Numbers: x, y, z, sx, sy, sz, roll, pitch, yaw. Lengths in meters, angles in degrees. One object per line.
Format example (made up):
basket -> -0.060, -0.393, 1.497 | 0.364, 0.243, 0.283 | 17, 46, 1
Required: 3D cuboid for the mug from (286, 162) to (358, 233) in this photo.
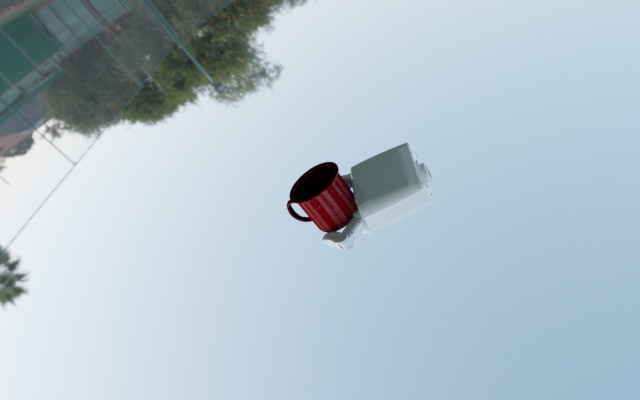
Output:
mug -> -0.001, 0.003, 0.777 | 0.117, 0.081, 0.093 | -25, 32, 22
